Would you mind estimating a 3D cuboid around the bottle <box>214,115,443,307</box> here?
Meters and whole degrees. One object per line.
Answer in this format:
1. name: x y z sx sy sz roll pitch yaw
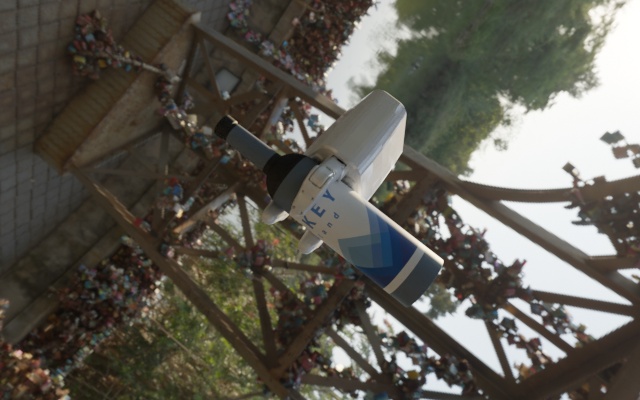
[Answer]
1. bottle: 0.000 0.002 0.542 0.295 0.069 0.069 38 4 5
